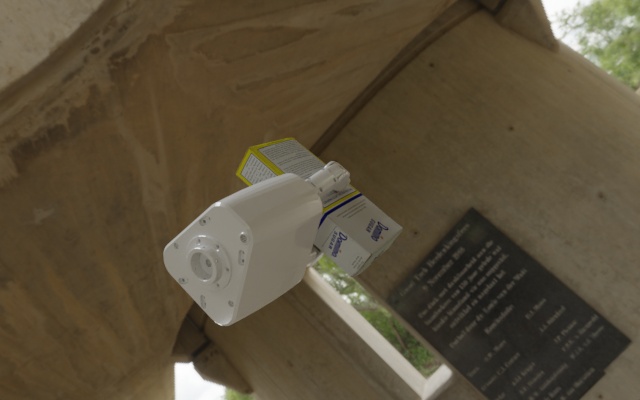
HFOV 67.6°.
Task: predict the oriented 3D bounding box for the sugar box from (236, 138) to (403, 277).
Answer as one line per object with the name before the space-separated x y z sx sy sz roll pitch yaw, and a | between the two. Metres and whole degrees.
sugar box | 0.000 0.002 0.537 0.176 0.048 0.093 43 31 13
